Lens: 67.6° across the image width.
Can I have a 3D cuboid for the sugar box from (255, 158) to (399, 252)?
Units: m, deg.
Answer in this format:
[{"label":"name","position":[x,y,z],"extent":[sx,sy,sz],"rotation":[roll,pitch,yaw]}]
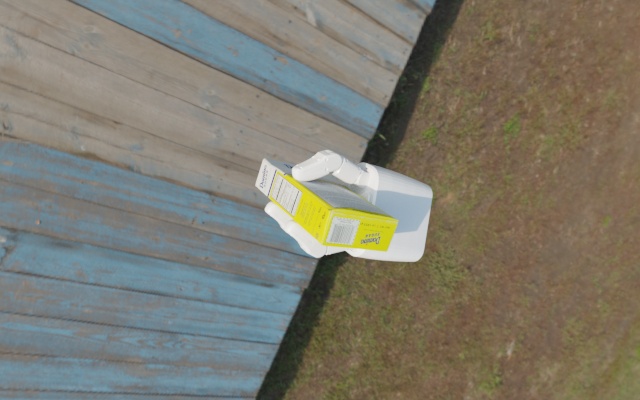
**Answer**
[{"label":"sugar box","position":[0.000,0.002,0.566],"extent":[0.093,0.048,0.176],"rotation":[10,13,-34]}]
